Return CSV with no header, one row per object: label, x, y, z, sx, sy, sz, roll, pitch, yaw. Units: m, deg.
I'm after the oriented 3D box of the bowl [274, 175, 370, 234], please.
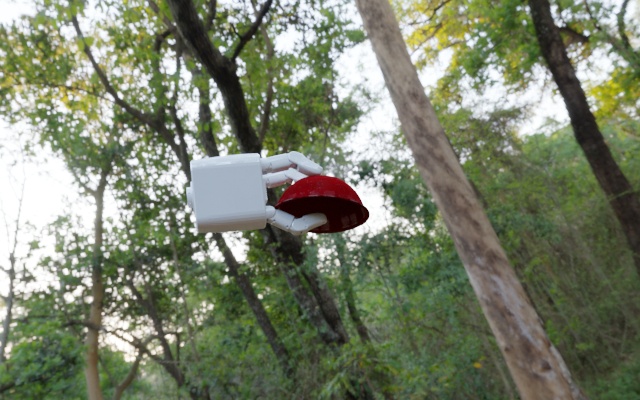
bowl,0.001,0.002,0.787,0.162,0.055,0.162,1,-24,0
